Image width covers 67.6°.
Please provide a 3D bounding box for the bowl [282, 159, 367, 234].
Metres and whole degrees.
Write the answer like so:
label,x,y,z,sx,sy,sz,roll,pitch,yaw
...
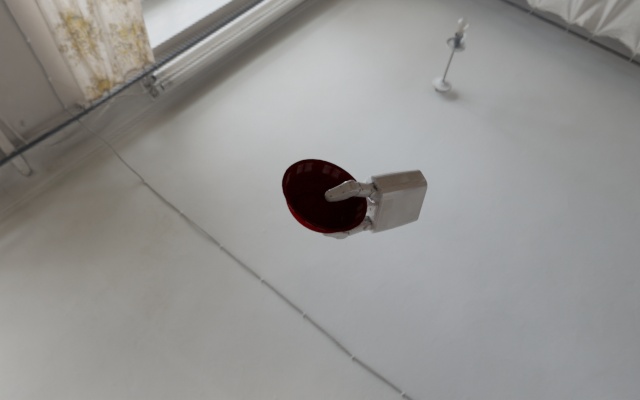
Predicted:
label,x,y,z,sx,sy,sz,roll,pitch,yaw
bowl,-0.001,0.003,0.855,0.162,0.162,0.055,0,-37,-27
